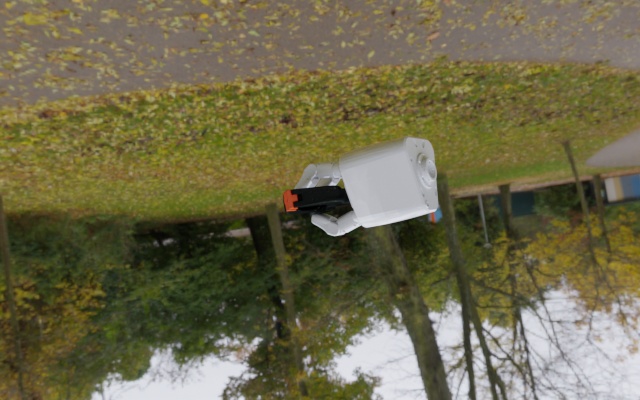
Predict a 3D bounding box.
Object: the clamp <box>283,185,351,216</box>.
[{"bbox_3d":[0.000,0.003,0.747,0.164,0.036,0.210,-18,-9,36],"label":"clamp"}]
